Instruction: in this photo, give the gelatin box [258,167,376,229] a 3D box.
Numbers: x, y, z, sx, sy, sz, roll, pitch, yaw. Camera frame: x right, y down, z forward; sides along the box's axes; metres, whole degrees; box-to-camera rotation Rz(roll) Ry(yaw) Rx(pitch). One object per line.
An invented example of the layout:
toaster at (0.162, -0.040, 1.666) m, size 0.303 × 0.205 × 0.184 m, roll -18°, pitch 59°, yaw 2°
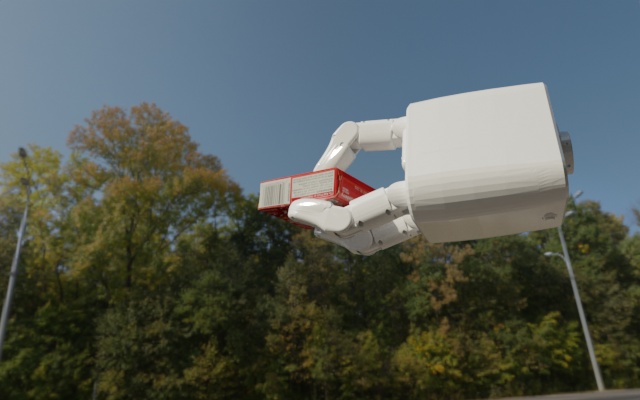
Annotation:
gelatin box at (0.000, 0.001, 0.435) m, size 0.089 × 0.030 × 0.073 m, roll -9°, pitch -22°, yaw 35°
